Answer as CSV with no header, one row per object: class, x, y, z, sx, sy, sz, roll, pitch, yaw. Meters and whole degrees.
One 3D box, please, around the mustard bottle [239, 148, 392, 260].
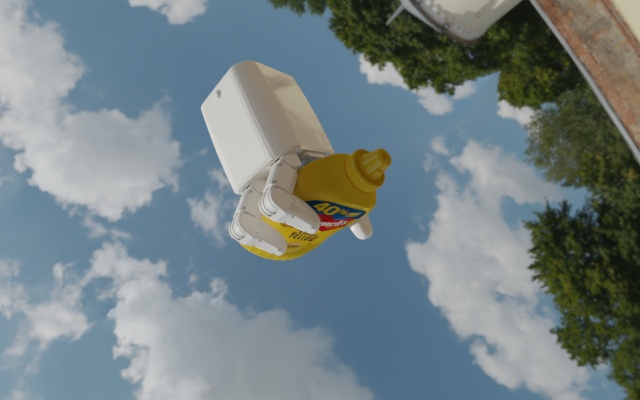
mustard bottle,0.000,0.002,0.494,0.096,0.058,0.192,16,-36,-36
